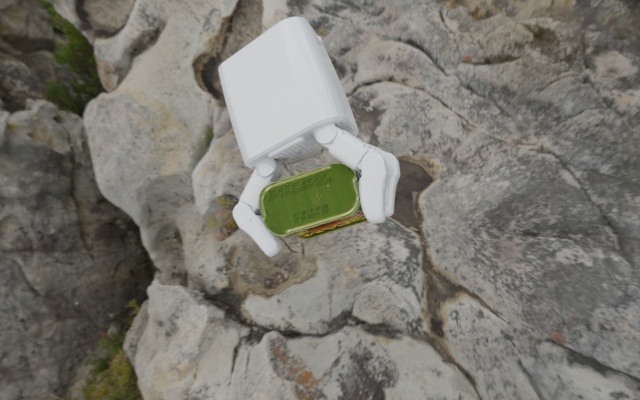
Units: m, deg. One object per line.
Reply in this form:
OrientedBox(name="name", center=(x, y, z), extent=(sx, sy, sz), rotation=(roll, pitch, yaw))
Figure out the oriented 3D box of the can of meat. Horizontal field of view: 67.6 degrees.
OrientedBox(name="can of meat", center=(0.000, 0.002, 0.468), extent=(0.102, 0.057, 0.084), rotation=(-18, -8, 14))
